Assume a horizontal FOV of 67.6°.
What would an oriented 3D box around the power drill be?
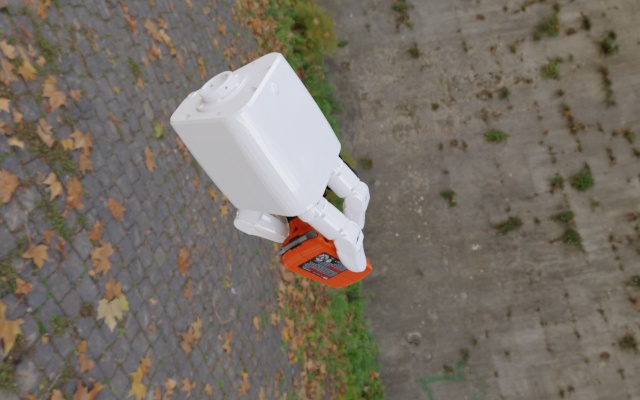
[{"bbox_3d":[0.000,0.002,0.547,0.057,0.187,0.184,-34,-39,25],"label":"power drill"}]
